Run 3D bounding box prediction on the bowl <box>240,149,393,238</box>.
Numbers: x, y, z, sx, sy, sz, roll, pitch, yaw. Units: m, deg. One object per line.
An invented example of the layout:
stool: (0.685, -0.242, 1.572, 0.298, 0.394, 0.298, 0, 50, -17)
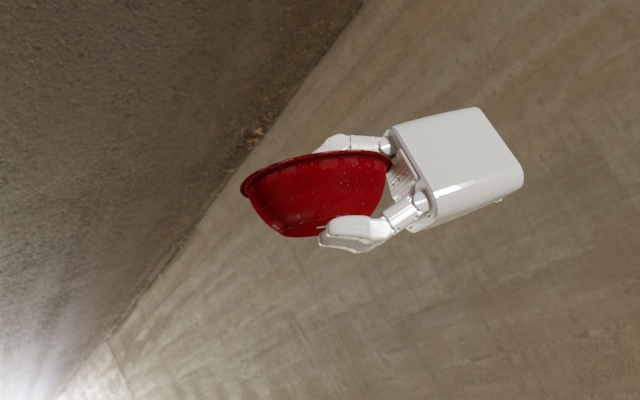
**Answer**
bowl: (-0.001, 0.002, 0.496, 0.162, 0.055, 0.162, -9, -14, -2)
